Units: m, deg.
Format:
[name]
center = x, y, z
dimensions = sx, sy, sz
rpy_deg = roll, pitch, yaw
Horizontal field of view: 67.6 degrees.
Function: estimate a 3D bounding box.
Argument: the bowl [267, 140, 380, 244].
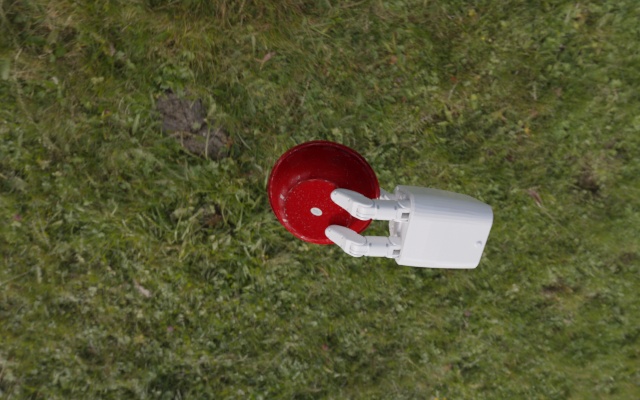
[bowl]
center = -0.001, 0.002, 0.656
dimensions = 0.162, 0.162, 0.055
rpy_deg = 0, 26, 9
